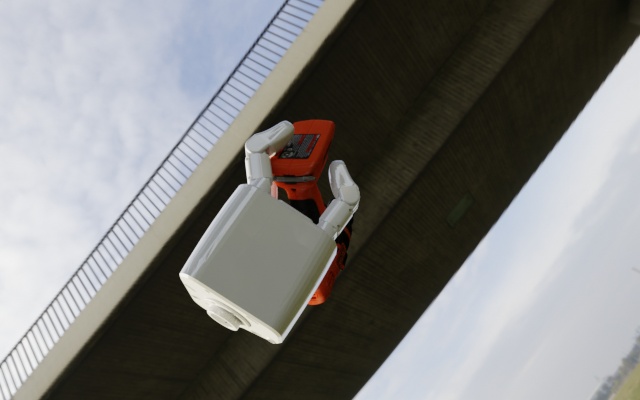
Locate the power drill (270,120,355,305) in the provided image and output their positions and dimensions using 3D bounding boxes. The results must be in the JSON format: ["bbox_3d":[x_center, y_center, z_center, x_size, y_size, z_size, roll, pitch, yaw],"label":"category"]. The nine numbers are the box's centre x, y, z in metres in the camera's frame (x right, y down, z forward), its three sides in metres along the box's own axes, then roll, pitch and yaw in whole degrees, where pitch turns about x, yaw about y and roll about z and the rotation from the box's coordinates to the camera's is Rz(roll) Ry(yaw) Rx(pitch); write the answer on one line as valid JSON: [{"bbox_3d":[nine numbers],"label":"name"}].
[{"bbox_3d":[0.000,0.002,0.577,0.057,0.188,0.184,-1,36,17],"label":"power drill"}]
